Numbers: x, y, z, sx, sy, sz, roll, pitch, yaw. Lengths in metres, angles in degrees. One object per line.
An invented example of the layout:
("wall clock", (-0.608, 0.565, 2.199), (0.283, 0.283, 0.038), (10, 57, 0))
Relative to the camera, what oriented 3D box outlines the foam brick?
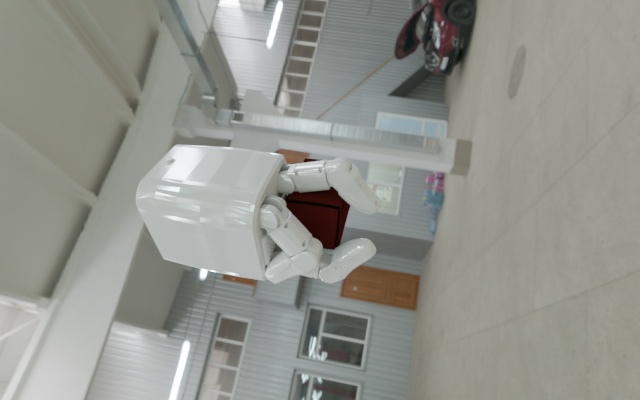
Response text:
("foam brick", (0.000, 0.001, 0.464), (0.051, 0.053, 0.078), (8, 35, 9))
